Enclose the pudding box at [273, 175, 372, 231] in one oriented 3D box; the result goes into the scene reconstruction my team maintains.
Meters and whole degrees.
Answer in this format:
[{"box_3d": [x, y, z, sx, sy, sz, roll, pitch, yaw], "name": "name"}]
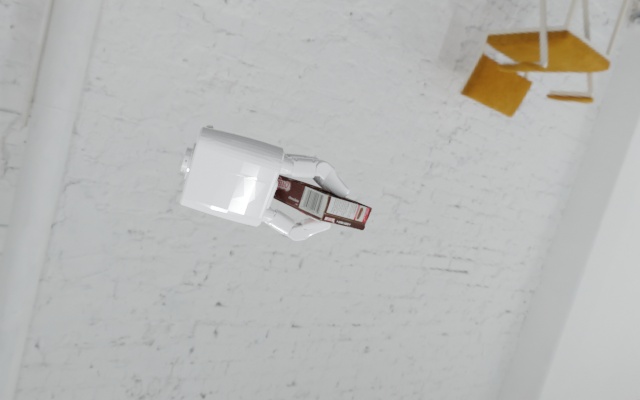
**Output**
[{"box_3d": [0.000, 0.002, 0.664, 0.090, 0.039, 0.113, 14, 8, -44], "name": "pudding box"}]
